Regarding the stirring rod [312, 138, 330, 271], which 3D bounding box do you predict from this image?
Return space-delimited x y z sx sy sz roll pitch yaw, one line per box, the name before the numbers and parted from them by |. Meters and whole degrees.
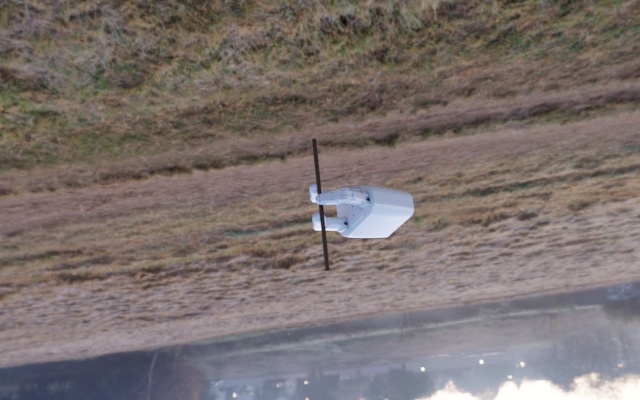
stirring rod | 0.000 0.003 0.833 0.011 0.239 0.011 -5 -18 -2
